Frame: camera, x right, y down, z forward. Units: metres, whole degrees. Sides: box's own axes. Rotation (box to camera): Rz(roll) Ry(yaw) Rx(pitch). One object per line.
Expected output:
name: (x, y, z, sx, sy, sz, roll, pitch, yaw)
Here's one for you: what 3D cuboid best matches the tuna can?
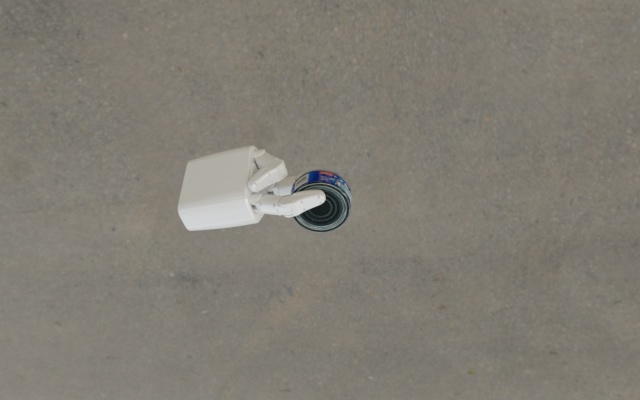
tuna can: (0.000, 0.002, 0.659, 0.086, 0.086, 0.033, 0, 34, 3)
